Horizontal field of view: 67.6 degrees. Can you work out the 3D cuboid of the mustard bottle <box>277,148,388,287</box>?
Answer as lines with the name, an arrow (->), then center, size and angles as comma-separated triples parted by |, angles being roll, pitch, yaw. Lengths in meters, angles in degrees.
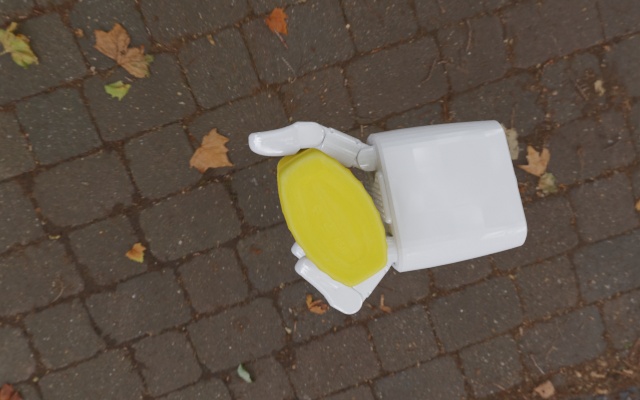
mustard bottle -> 0.000, 0.001, 0.403 | 0.058, 0.096, 0.191 | -34, 10, -1
